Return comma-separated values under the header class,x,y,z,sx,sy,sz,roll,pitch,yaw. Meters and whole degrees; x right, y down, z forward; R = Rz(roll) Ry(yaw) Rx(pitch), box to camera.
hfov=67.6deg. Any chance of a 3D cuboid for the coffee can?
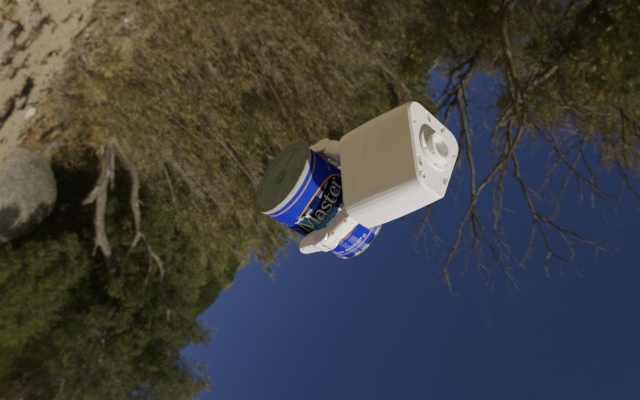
class,x,y,z,sx,sy,sz,roll,pitch,yaw
coffee can,0.000,0.002,0.635,0.140,0.102,0.103,33,-18,-29
